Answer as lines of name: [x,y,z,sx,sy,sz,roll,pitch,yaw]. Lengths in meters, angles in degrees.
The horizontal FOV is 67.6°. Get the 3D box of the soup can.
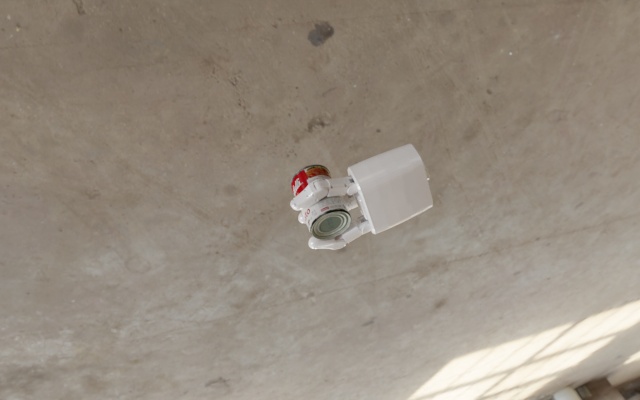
soup can: [0.000,0.003,0.746,0.068,0.102,0.069,-15,-39,-12]
